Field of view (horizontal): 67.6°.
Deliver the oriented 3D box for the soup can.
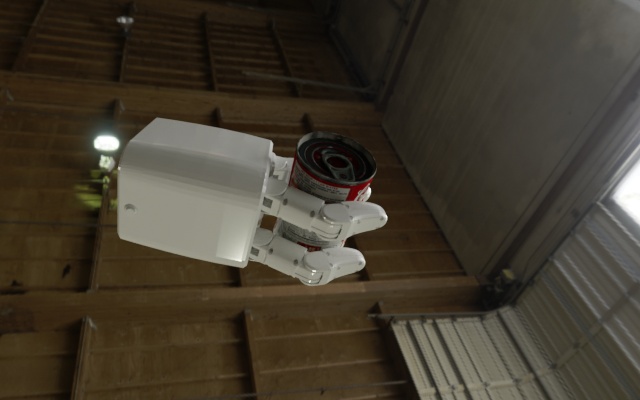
[{"bbox_3d":[0.000,0.002,0.417,0.068,0.102,0.068,12,38,-10],"label":"soup can"}]
